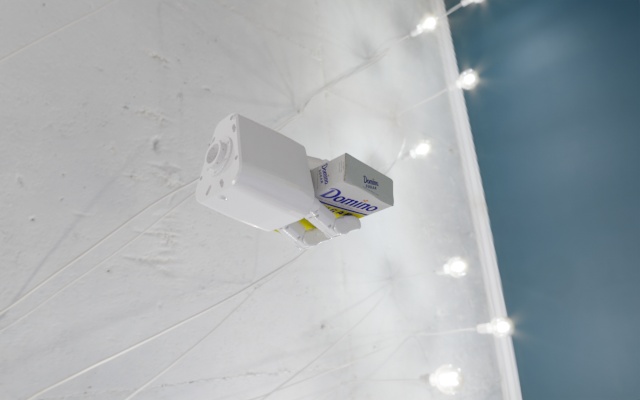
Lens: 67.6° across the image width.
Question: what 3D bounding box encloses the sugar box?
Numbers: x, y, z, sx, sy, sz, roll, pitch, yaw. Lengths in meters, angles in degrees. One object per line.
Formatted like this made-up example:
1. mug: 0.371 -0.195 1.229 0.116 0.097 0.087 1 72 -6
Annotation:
1. sugar box: 0.000 0.003 0.633 0.093 0.048 0.176 25 -33 -38
